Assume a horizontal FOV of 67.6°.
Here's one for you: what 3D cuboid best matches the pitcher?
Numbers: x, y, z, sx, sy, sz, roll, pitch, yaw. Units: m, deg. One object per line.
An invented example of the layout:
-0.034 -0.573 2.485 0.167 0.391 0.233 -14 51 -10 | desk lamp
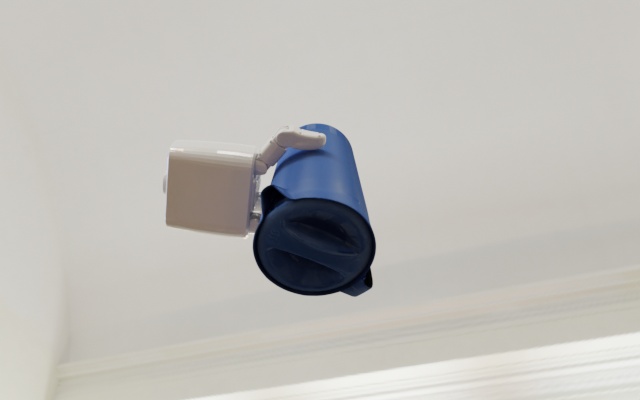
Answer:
0.000 0.002 0.614 0.145 0.149 0.242 6 31 -3 | pitcher
